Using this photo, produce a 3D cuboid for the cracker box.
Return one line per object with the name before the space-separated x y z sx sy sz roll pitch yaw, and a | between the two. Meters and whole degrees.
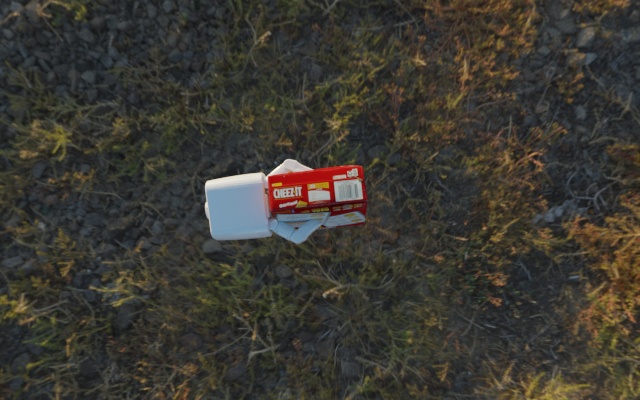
cracker box | 0.000 0.003 0.889 0.164 0.072 0.214 -7 -13 2
